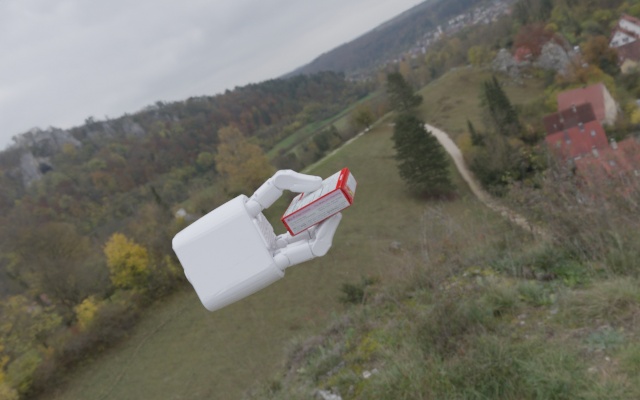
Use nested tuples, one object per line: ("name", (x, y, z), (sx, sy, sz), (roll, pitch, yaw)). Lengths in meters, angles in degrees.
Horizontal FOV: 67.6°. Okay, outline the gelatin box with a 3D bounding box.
("gelatin box", (0.000, 0.001, 0.595), (0.089, 0.030, 0.073), (-30, 14, 19))
